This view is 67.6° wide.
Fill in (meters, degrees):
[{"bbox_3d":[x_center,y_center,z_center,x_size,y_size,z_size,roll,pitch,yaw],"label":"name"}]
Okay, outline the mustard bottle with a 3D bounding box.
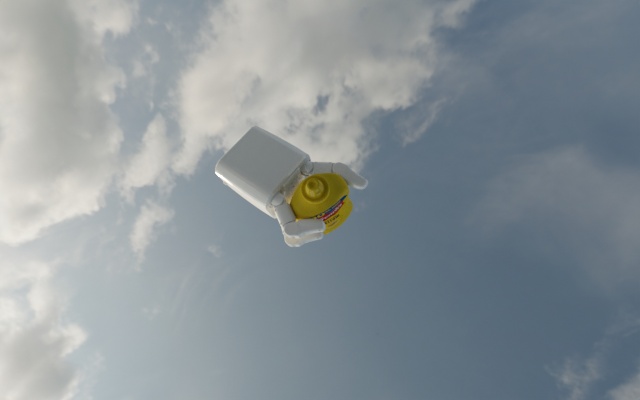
[{"bbox_3d":[0.000,0.003,0.743,0.096,0.058,0.192,-31,-17,-2],"label":"mustard bottle"}]
